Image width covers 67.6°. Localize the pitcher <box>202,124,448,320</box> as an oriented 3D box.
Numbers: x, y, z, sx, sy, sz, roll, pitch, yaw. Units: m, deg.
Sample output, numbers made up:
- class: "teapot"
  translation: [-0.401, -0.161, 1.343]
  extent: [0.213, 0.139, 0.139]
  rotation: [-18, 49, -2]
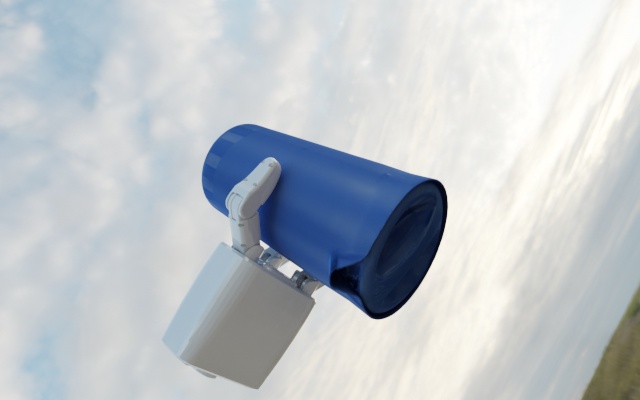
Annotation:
- class: "pitcher"
  translation: [0.000, 0.002, 0.488]
  extent: [0.242, 0.145, 0.149]
  rotation: [26, -10, 35]
